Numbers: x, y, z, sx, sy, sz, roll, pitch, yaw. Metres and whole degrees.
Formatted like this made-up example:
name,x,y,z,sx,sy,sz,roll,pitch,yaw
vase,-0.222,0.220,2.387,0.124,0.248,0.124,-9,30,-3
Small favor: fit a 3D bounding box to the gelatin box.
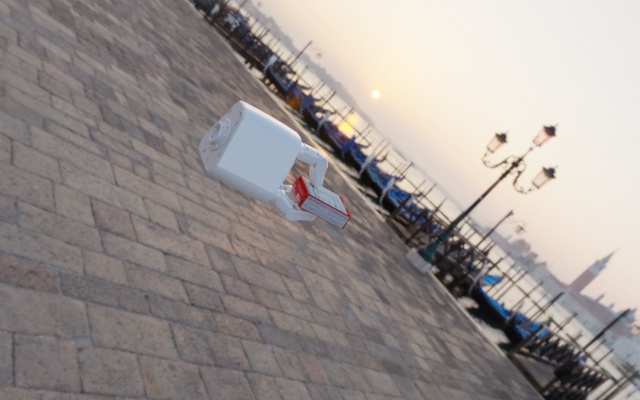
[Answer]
name,x,y,z,sx,sy,sz,roll,pitch,yaw
gelatin box,0.001,0.002,0.779,0.089,0.030,0.073,28,18,-24
